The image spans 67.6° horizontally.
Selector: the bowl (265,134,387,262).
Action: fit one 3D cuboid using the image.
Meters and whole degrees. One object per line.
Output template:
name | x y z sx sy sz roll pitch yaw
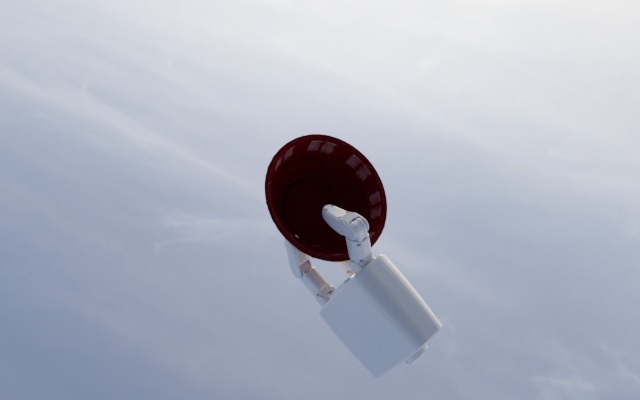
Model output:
bowl | -0.001 0.001 0.591 0.162 0.162 0.055 0 -19 -26
